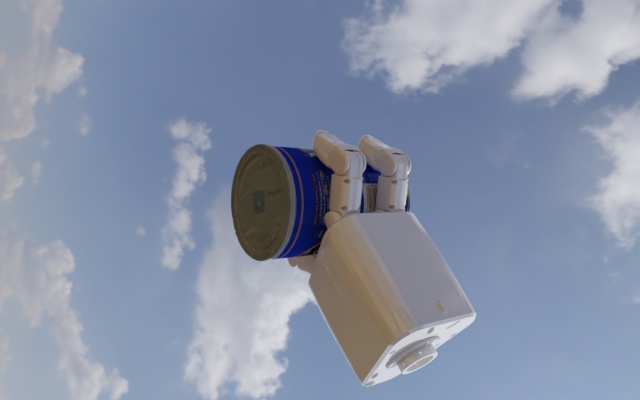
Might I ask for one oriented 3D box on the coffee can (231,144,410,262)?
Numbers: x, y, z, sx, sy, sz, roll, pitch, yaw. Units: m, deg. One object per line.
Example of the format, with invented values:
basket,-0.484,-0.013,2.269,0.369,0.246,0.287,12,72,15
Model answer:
coffee can,0.000,0.001,0.459,0.140,0.103,0.103,-1,0,-37
